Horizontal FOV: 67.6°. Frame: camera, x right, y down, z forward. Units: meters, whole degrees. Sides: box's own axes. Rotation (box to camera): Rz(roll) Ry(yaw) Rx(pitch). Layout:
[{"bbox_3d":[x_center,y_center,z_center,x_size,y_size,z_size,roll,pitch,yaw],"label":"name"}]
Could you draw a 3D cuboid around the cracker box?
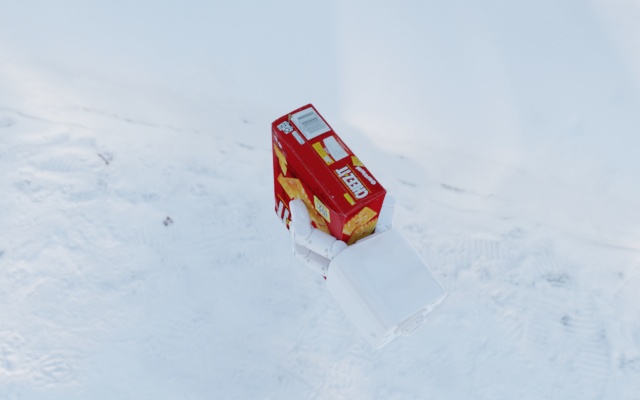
[{"bbox_3d":[0.000,0.002,0.655,0.072,0.164,0.214,-29,-26,-20],"label":"cracker box"}]
